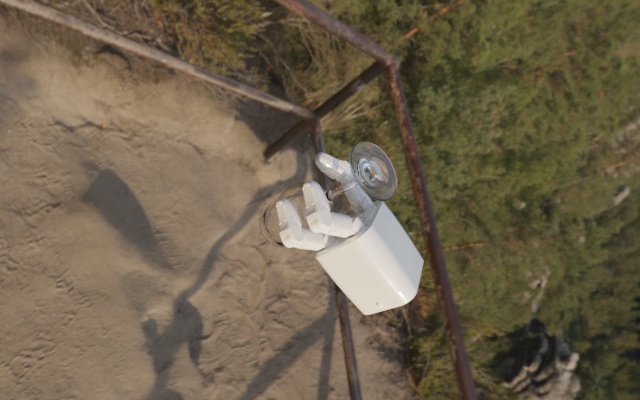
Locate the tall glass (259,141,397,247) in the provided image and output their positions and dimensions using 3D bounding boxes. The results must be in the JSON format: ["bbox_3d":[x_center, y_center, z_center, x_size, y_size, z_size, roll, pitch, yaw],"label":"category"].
[{"bbox_3d":[0.000,0.002,0.614,0.079,0.079,0.201,0,-21,-42],"label":"tall glass"}]
